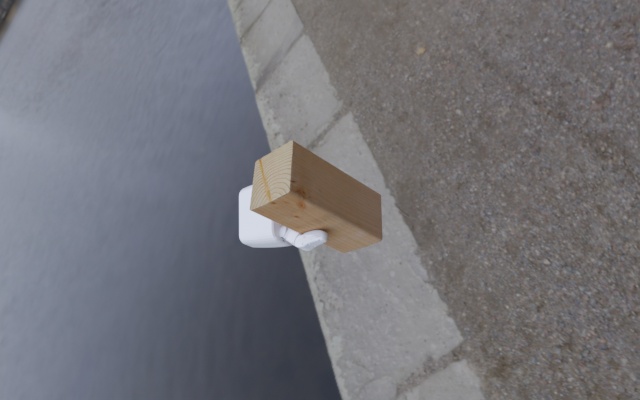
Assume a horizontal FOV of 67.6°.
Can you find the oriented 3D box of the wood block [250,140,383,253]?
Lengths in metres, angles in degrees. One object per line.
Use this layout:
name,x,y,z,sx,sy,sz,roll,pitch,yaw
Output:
wood block,0.000,0.003,0.757,0.090,0.090,0.206,-23,-38,39
